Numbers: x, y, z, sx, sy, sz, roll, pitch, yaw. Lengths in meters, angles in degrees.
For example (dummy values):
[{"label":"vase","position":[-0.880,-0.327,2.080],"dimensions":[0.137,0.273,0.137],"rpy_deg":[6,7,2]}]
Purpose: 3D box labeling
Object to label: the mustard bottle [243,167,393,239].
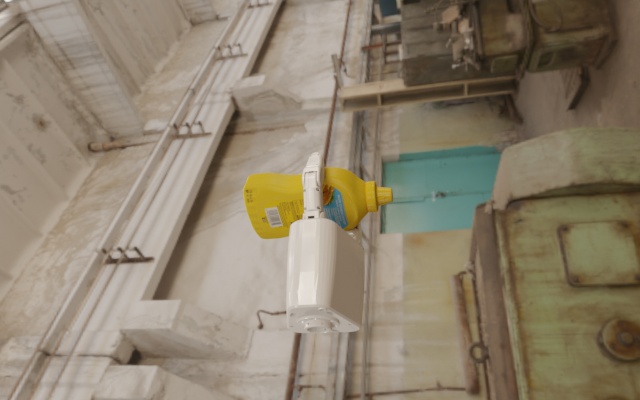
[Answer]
[{"label":"mustard bottle","position":[0.000,0.002,0.639],"dimensions":[0.191,0.096,0.058],"rpy_deg":[-5,35,12]}]
